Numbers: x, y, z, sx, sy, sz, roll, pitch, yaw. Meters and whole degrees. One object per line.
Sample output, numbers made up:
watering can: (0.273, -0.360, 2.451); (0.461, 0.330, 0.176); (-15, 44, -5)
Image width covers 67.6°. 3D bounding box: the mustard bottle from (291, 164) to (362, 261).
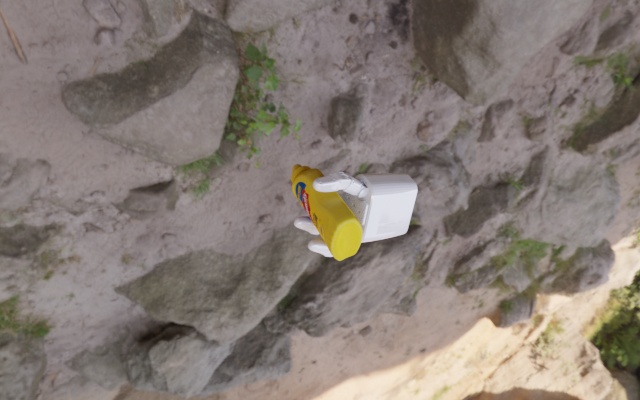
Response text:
mustard bottle: (0.000, 0.003, 0.797); (0.058, 0.096, 0.191); (-23, 51, -14)
